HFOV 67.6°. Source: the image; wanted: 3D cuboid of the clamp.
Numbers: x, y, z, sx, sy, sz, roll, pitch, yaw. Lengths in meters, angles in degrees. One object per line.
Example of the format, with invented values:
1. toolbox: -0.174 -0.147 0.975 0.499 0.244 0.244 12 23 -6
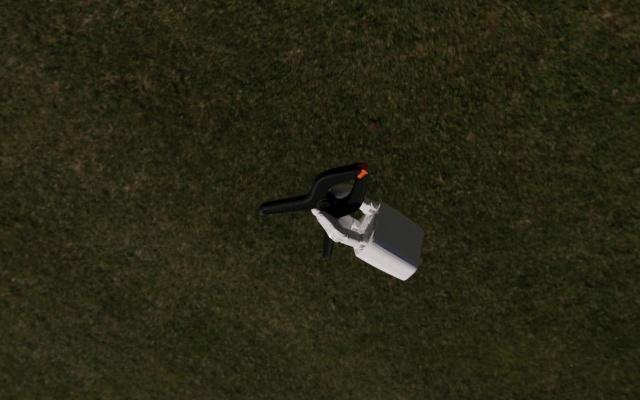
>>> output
1. clamp: 0.001 0.003 0.835 0.164 0.210 0.036 30 33 -14
